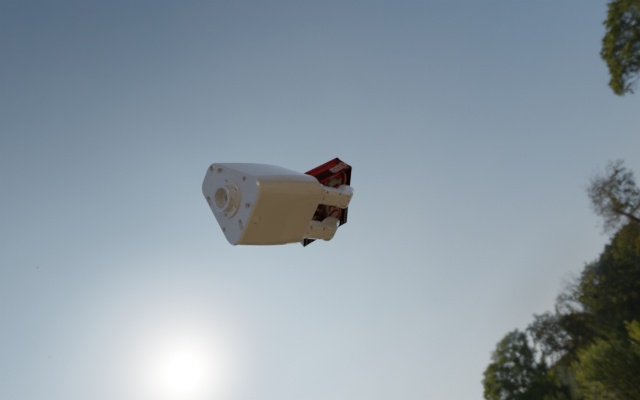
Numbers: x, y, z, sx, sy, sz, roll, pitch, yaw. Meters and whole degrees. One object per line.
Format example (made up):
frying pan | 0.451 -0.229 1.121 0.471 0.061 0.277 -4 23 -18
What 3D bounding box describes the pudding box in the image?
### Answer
pudding box | 0.000 0.002 0.709 0.090 0.114 0.039 -27 50 -30
